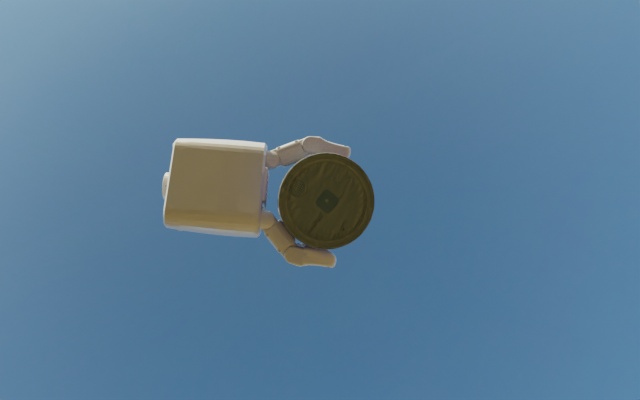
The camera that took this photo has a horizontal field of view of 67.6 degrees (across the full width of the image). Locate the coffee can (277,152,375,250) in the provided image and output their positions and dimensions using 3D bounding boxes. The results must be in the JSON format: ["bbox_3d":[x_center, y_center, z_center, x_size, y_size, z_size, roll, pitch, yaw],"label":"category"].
[{"bbox_3d":[0.000,0.002,0.571,0.103,0.103,0.140,0,-1,-6],"label":"coffee can"}]
